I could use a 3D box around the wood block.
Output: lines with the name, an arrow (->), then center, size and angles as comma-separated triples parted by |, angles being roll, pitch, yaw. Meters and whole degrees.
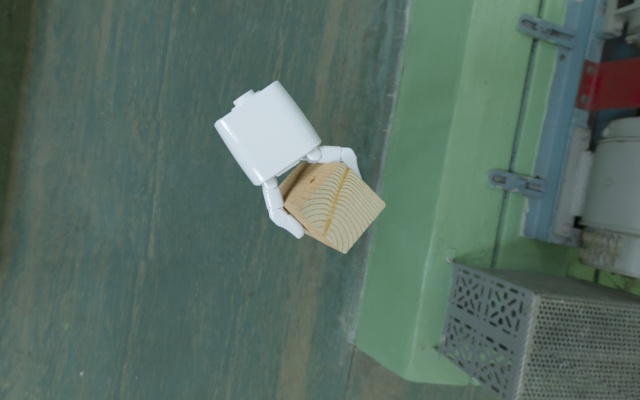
wood block -> 0.000, 0.002, 0.724 | 0.090, 0.091, 0.206 | 44, -9, -16
